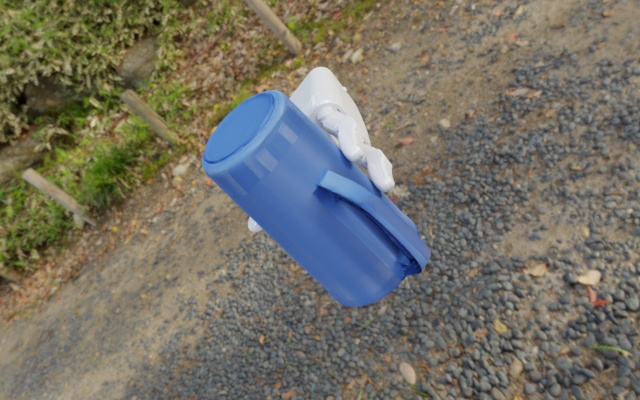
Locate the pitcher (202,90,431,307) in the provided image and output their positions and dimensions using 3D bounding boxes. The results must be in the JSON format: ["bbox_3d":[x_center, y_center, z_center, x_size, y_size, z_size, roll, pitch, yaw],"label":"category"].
[{"bbox_3d":[0.000,0.002,0.512,0.149,0.145,0.243,-32,-55,20],"label":"pitcher"}]
